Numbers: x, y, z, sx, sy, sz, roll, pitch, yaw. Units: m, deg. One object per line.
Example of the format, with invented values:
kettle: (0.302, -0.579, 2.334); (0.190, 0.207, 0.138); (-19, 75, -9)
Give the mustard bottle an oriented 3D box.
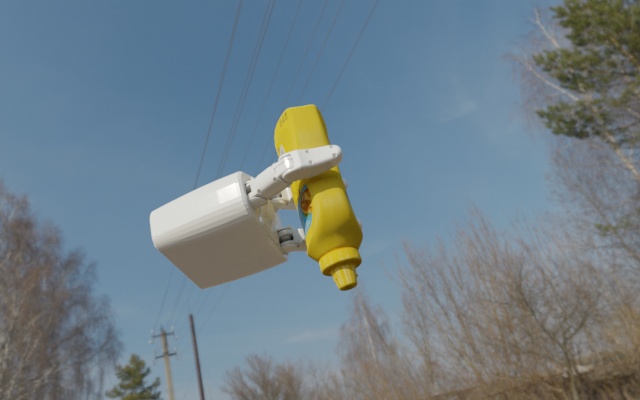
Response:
mustard bottle: (0.000, 0.001, 0.495); (0.058, 0.191, 0.096); (-11, -28, -13)
